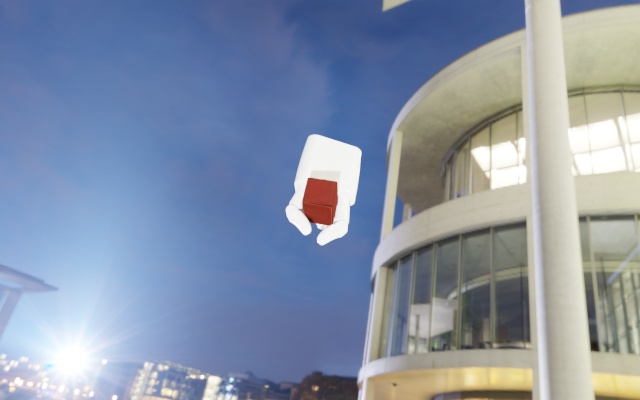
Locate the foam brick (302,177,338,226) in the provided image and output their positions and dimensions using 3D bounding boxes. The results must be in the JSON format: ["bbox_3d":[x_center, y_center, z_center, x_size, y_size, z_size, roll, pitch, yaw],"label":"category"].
[{"bbox_3d":[0.000,0.003,0.825,0.053,0.051,0.078,10,-27,7],"label":"foam brick"}]
